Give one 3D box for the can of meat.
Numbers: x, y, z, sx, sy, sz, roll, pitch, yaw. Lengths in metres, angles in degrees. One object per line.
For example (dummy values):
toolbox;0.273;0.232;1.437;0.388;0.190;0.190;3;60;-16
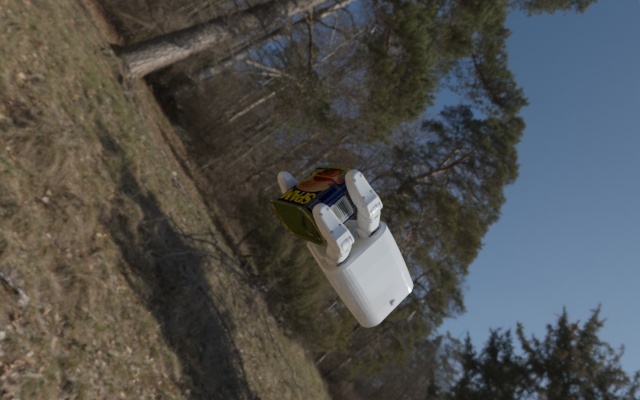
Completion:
can of meat;0.000;0.002;0.584;0.084;0.057;0.102;-40;24;-20
